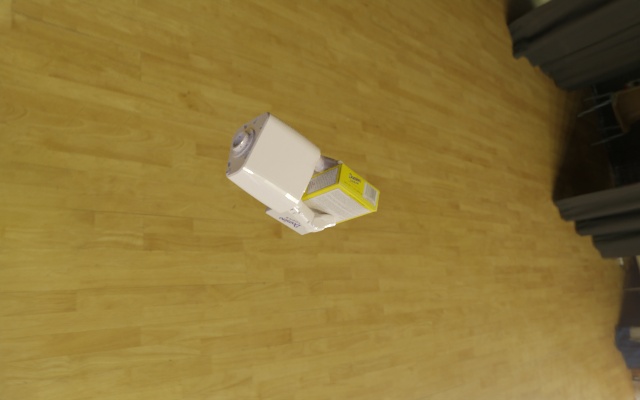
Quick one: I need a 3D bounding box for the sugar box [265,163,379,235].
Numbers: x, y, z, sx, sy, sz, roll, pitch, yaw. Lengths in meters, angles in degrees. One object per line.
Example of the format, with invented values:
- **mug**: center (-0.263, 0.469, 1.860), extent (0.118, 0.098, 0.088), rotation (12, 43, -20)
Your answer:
- **sugar box**: center (0.000, 0.002, 0.790), extent (0.176, 0.048, 0.093), rotation (-17, -41, 43)
